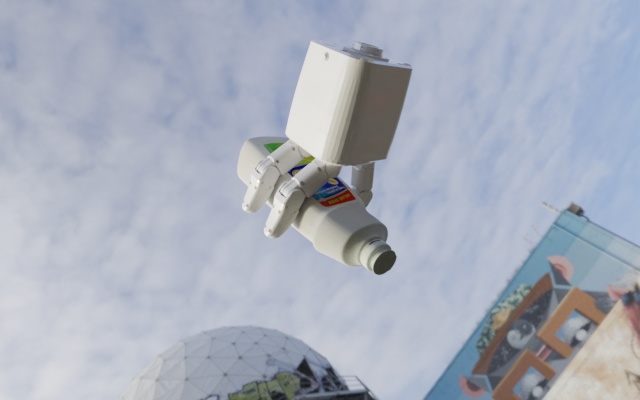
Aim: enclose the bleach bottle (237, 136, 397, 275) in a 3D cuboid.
[{"bbox_3d":[0.000,0.002,0.541,0.102,0.068,0.250,-1,28,-36],"label":"bleach bottle"}]
